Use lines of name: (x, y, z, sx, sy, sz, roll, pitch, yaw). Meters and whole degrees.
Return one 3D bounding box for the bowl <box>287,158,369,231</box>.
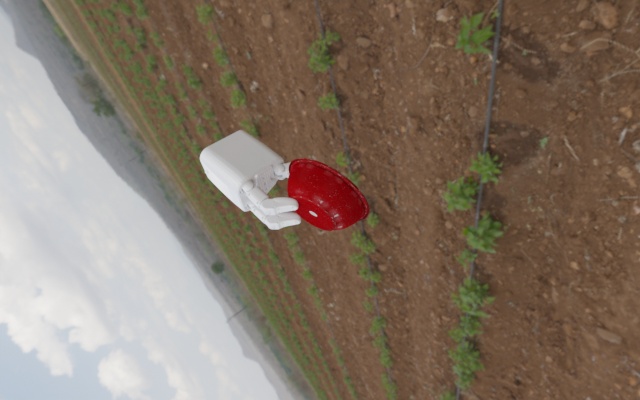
bowl: (0.001, 0.003, 0.810, 0.162, 0.055, 0.162, 28, -24, 14)
